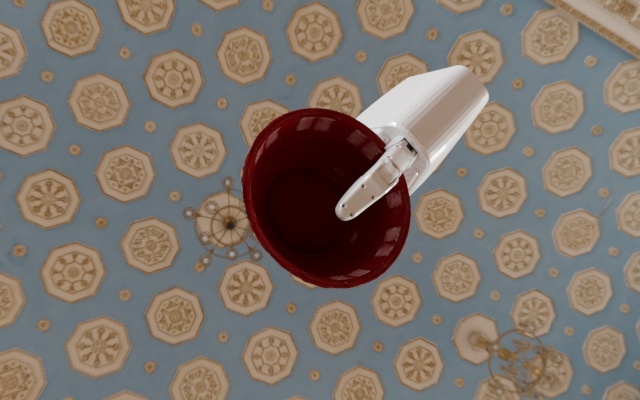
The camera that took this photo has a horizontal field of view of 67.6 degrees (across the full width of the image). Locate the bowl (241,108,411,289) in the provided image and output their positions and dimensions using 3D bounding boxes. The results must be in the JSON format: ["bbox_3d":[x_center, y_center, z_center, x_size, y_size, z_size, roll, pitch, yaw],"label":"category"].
[{"bbox_3d":[-0.001,0.002,0.430,0.162,0.162,0.055,0,-16,-27],"label":"bowl"}]
